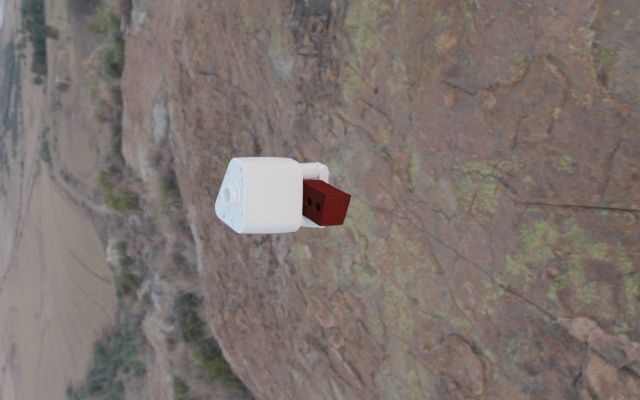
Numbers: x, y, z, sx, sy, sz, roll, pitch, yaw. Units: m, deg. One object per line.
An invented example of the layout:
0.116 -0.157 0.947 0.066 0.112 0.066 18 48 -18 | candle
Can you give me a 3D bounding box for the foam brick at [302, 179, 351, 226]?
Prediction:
0.000 0.002 0.760 0.051 0.053 0.078 -1 21 -41 | foam brick
